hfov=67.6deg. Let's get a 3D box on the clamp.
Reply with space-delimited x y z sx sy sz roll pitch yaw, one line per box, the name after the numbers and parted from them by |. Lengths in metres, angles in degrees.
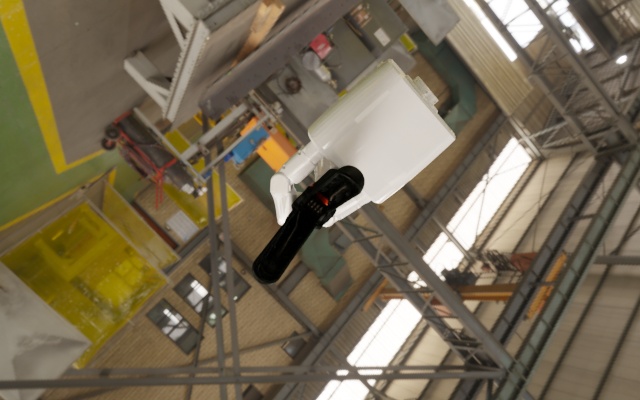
0.000 0.002 0.438 0.120 0.039 0.171 -40 9 19 | clamp
